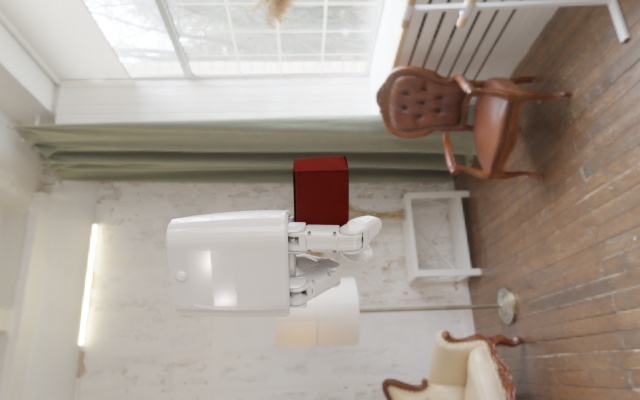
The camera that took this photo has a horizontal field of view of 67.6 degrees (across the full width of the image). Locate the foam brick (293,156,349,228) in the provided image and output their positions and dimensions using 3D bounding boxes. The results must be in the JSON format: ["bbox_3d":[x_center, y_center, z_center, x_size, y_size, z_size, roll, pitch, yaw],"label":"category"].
[{"bbox_3d":[0.000,0.001,0.454,0.051,0.078,0.053,-1,18,0],"label":"foam brick"}]
